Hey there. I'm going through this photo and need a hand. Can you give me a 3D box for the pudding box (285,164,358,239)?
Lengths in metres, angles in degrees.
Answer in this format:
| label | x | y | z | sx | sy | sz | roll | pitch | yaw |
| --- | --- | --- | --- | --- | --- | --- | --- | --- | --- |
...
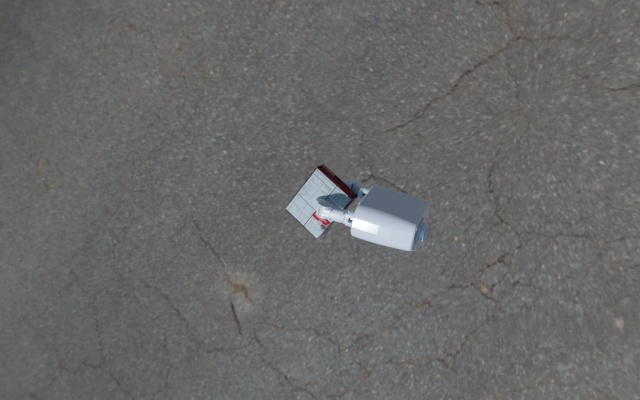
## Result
| label | x | y | z | sx | sy | sz | roll | pitch | yaw |
| --- | --- | --- | --- | --- | --- | --- | --- | --- | --- |
| pudding box | 0.000 | 0.003 | 0.888 | 0.090 | 0.113 | 0.039 | 44 | 23 | 9 |
